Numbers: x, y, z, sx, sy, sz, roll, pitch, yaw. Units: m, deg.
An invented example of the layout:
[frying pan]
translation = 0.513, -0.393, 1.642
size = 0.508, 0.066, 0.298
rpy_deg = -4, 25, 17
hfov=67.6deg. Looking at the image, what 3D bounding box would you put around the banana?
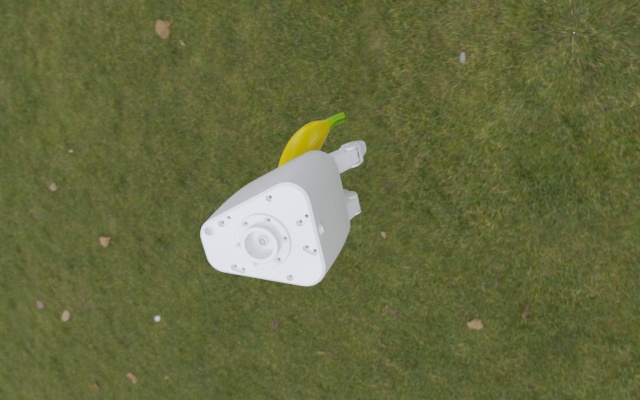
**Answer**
[banana]
translation = -0.018, -0.004, 0.543
size = 0.069, 0.198, 0.037
rpy_deg = 8, 17, -3
